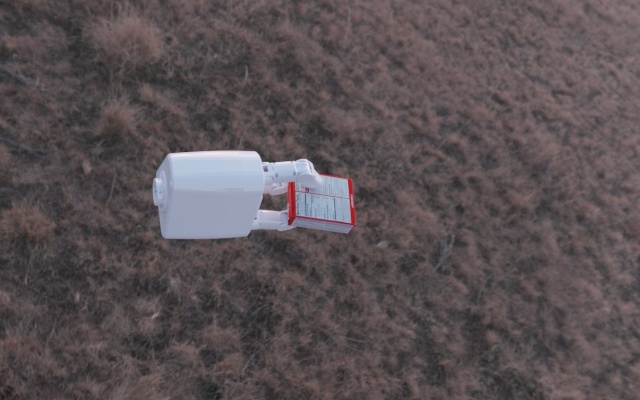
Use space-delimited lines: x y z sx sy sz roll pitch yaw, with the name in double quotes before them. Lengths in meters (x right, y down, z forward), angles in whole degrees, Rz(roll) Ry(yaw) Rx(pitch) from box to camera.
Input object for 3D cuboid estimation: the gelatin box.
"gelatin box" 0.001 0.002 0.639 0.089 0.073 0.030 8 -33 -17
